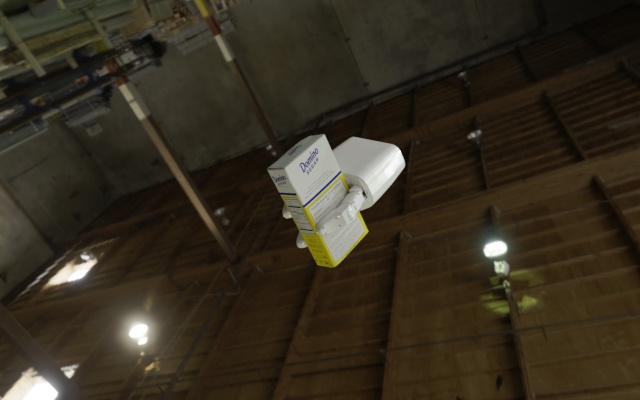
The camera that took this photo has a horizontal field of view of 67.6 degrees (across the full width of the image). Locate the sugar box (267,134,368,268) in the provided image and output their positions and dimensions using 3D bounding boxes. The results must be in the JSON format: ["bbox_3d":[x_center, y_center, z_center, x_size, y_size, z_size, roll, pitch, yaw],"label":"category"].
[{"bbox_3d":[0.000,0.002,0.699,0.048,0.176,0.093,0,35,47],"label":"sugar box"}]
